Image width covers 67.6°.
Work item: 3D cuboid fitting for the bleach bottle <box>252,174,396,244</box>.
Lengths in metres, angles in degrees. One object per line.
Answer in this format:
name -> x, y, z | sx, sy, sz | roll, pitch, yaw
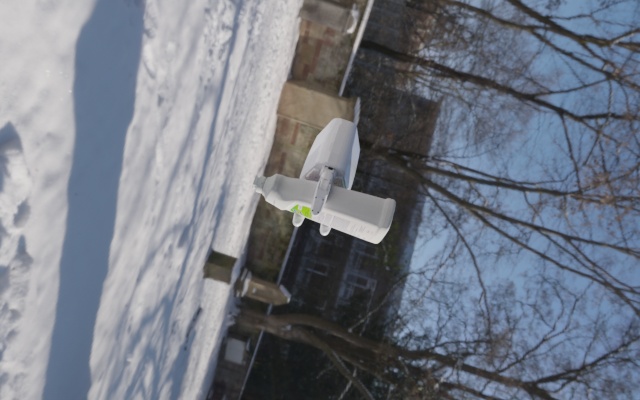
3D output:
bleach bottle -> 0.000, 0.003, 0.859 | 0.251, 0.068, 0.103 | 18, -25, 0
